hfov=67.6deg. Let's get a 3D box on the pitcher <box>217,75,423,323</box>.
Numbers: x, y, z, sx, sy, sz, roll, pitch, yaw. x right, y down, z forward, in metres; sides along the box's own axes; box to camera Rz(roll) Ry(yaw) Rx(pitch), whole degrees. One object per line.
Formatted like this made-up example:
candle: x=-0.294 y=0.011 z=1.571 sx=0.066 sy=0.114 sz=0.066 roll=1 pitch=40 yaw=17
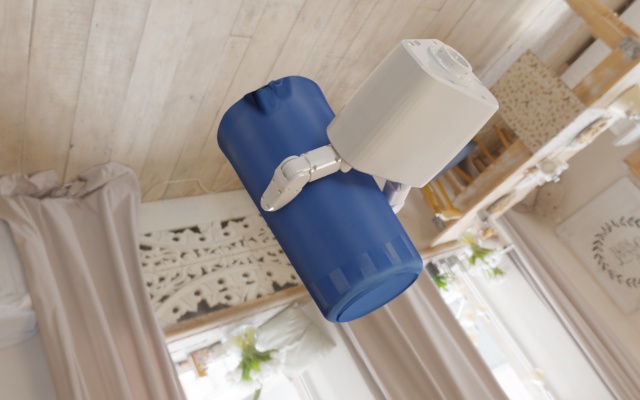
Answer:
pitcher: x=0.000 y=0.002 z=0.507 sx=0.149 sy=0.242 sz=0.145 roll=-3 pitch=-37 yaw=-45
